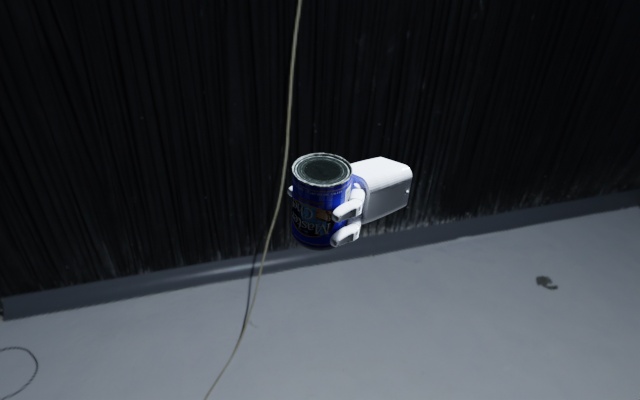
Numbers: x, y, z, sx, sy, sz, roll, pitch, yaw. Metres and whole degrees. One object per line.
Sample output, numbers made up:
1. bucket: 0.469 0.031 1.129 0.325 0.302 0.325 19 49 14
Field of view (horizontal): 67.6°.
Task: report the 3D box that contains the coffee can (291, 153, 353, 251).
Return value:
1. coffee can: 0.000 0.003 0.840 0.103 0.140 0.102 2 37 -2
